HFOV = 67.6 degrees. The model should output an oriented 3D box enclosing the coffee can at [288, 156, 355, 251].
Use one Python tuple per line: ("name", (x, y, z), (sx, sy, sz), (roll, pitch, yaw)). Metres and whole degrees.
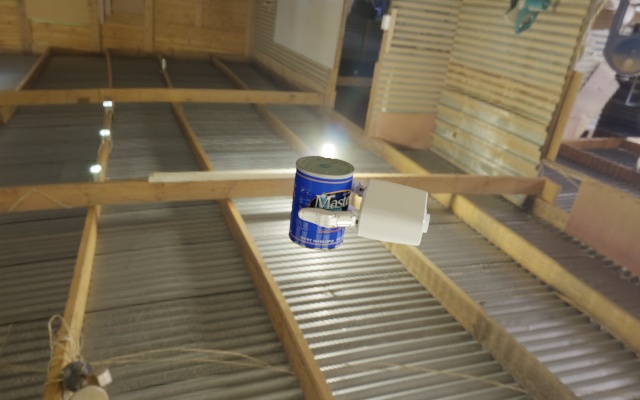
("coffee can", (0.000, 0.003, 0.846), (0.103, 0.140, 0.102), (7, 22, -3))
